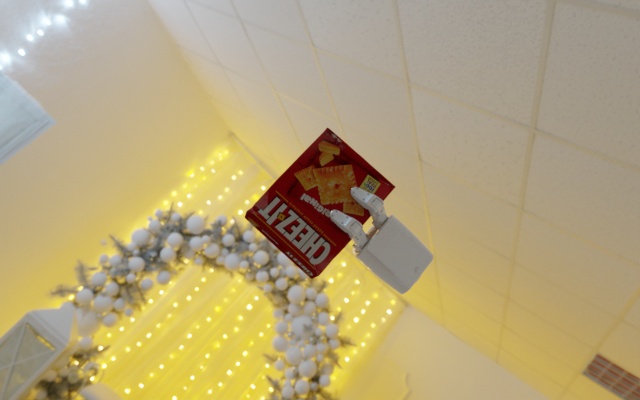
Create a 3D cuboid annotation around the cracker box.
[{"bbox_3d":[0.000,0.003,0.836,0.164,0.213,0.072,42,-16,0],"label":"cracker box"}]
